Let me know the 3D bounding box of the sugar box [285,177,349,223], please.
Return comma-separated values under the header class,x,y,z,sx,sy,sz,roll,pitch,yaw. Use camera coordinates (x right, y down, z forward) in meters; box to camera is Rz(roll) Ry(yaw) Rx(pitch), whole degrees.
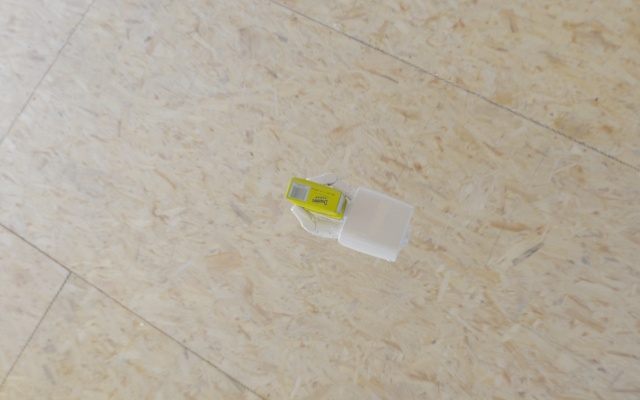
class,x,y,z,sx,sy,sz,roll,pitch,yaw
sugar box,0.000,0.003,0.887,0.093,0.048,0.176,17,-8,11
